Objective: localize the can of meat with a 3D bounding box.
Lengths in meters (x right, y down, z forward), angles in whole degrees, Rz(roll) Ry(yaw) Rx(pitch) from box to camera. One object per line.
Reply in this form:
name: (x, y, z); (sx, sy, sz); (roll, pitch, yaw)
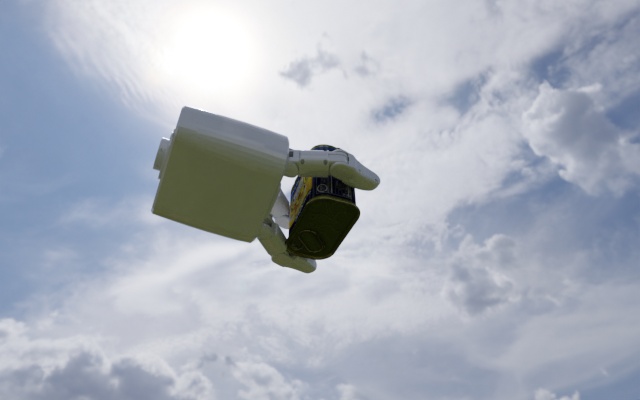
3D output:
can of meat: (0.000, 0.001, 0.525); (0.057, 0.083, 0.102); (14, -44, -16)
